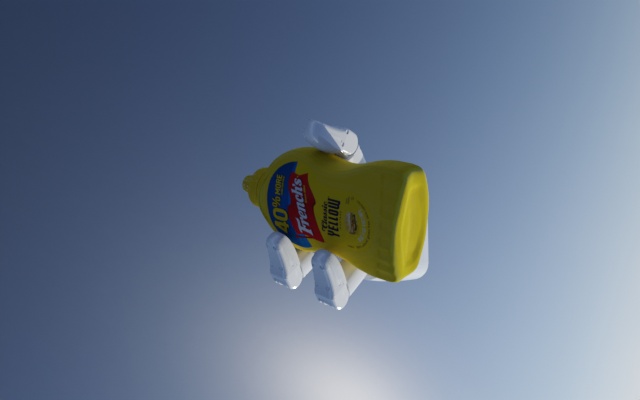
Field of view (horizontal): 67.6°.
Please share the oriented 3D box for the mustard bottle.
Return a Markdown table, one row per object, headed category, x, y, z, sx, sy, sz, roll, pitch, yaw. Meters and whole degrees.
| category | x | y | z | sx | sy | sz | roll | pitch | yaw |
| --- | --- | --- | --- | --- | --- | --- | --- | --- | --- |
| mustard bottle | 0.000 | 0.001 | 0.434 | 0.191 | 0.096 | 0.058 | 15 | 24 | 37 |
